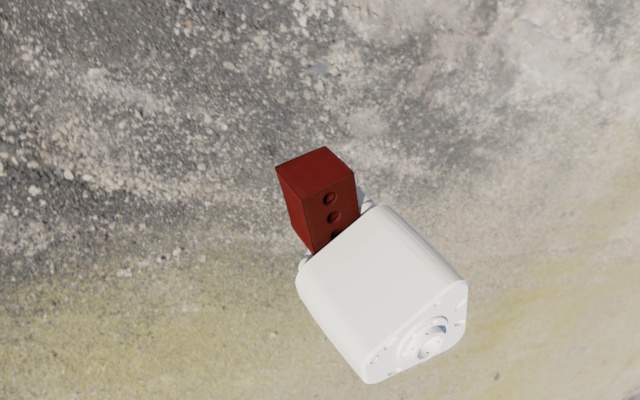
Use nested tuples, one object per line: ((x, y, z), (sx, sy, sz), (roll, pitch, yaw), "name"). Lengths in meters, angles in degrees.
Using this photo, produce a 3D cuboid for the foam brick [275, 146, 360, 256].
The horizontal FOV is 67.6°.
((0.000, 0.001, 0.428), (0.053, 0.078, 0.051), (-27, 44, -15), "foam brick")
